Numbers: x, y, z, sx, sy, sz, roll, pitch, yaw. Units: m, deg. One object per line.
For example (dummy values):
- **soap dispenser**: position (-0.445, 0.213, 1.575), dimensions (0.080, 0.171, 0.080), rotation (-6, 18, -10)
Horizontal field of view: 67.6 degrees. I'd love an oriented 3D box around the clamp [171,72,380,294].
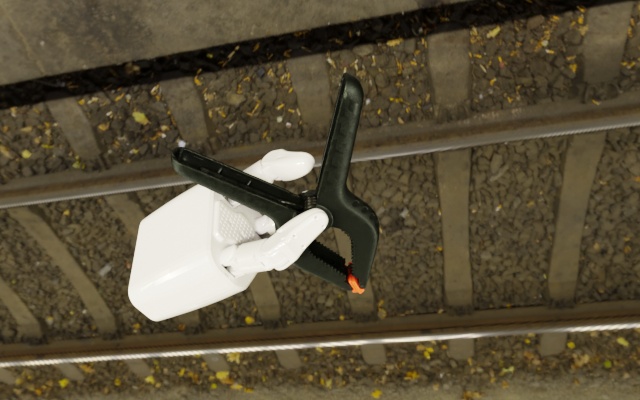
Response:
- **clamp**: position (0.000, 0.002, 0.409), dimensions (0.164, 0.210, 0.036), rotation (-26, 32, 21)
